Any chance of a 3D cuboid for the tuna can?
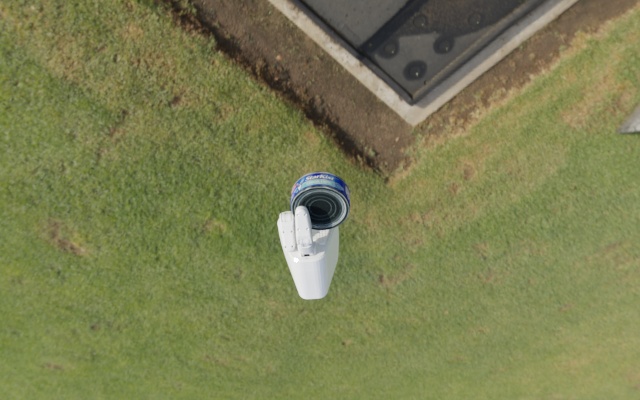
[{"bbox_3d":[0.000,0.003,0.684,0.086,0.086,0.033,0,40,2],"label":"tuna can"}]
